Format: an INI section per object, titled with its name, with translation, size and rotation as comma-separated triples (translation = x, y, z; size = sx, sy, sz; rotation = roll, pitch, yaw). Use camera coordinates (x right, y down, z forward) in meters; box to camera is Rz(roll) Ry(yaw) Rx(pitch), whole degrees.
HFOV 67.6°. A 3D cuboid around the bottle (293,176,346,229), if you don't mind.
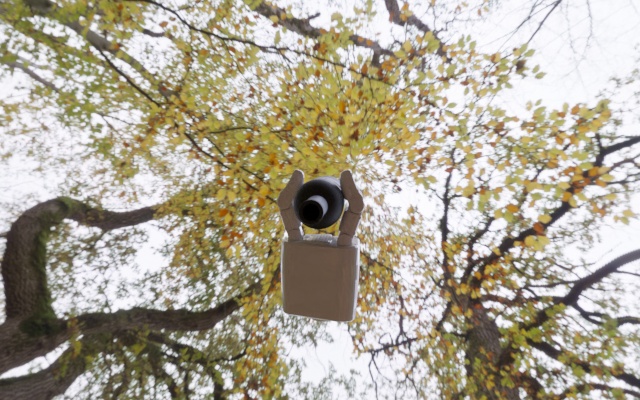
[bottle]
translation = 0.000, 0.002, 0.664
size = 0.069, 0.069, 0.295
rotation = 0, 4, 4
